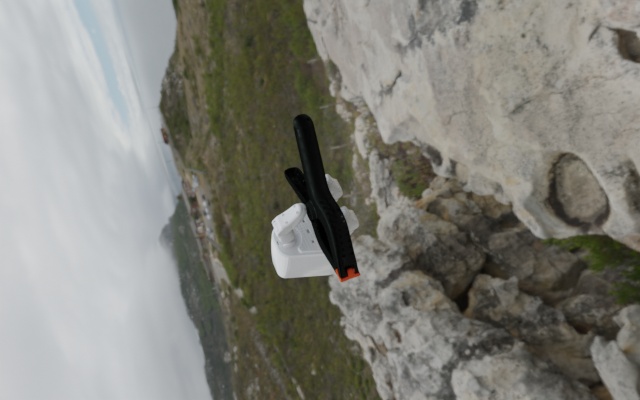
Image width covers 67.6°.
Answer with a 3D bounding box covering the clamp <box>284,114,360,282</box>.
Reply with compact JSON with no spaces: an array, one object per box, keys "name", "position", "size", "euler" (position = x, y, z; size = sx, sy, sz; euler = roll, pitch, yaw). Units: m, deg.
[{"name":"clamp","position":[0.000,0.003,0.625],"size":[0.036,0.210,0.165],"euler":[-18,-25,-14]}]
